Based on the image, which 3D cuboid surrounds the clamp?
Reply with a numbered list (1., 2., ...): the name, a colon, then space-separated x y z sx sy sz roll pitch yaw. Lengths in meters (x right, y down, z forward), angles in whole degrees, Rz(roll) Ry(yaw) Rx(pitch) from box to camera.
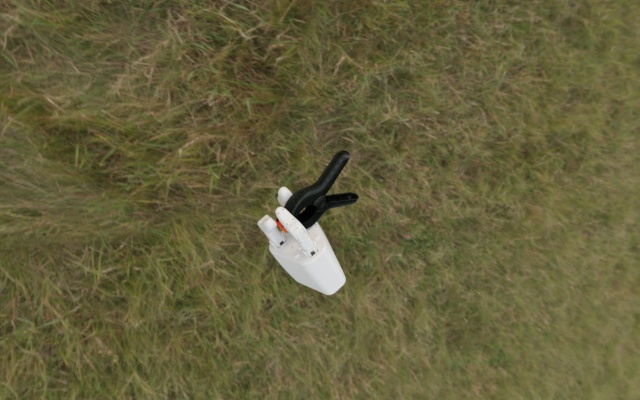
1. clamp: 0.000 0.003 0.830 0.039 0.171 0.120 39 -15 46
